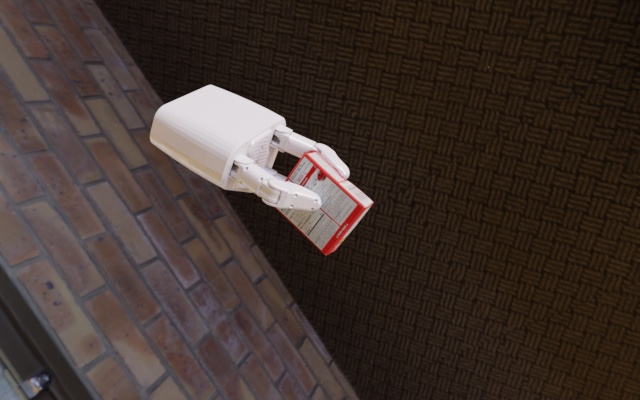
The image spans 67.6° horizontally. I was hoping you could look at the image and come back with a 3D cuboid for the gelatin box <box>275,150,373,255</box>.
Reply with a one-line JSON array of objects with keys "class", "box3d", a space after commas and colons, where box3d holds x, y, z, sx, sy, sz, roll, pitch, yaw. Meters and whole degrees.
[{"class": "gelatin box", "box3d": [0.000, 0.002, 0.511, 0.089, 0.073, 0.030, 43, 26, 13]}]
